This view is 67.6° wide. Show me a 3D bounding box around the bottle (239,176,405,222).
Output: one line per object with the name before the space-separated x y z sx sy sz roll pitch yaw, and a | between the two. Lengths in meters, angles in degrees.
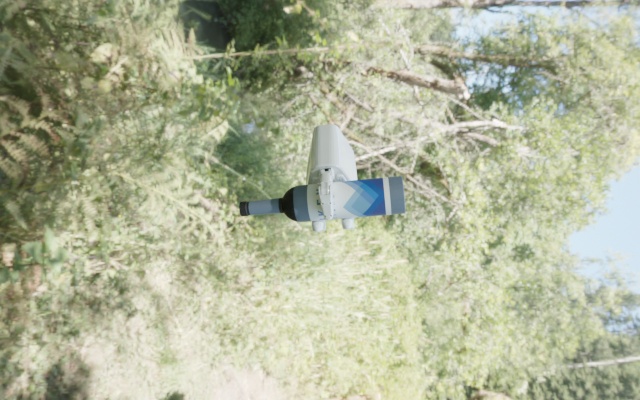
bottle | 0.000 0.003 0.856 0.296 0.069 0.069 -5 -1 7
